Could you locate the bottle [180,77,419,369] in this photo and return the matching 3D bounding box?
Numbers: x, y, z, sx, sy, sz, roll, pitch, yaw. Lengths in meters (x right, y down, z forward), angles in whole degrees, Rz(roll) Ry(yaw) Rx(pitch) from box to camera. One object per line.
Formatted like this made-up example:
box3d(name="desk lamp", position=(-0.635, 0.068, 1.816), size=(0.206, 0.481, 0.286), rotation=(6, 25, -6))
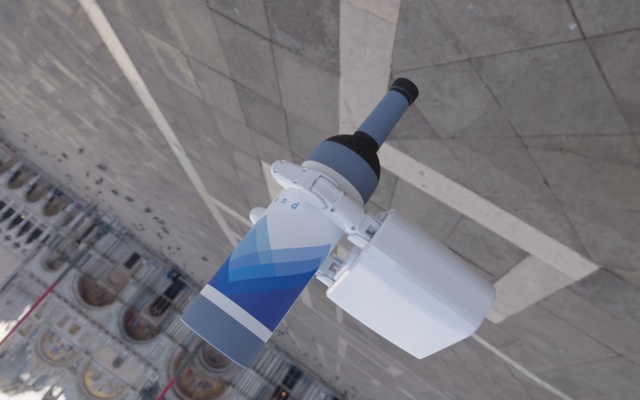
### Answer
box3d(name="bottle", position=(0.000, 0.002, 0.421), size=(0.069, 0.295, 0.069), rotation=(33, -18, 12))
